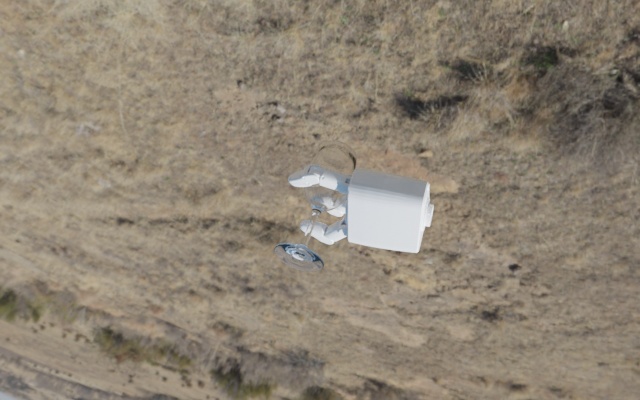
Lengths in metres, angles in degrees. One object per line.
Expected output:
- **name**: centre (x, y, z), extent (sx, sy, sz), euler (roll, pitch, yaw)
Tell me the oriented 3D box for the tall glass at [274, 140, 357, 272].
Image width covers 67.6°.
- **tall glass**: centre (0.000, 0.003, 0.723), extent (0.079, 0.201, 0.079), euler (15, -32, 10)
